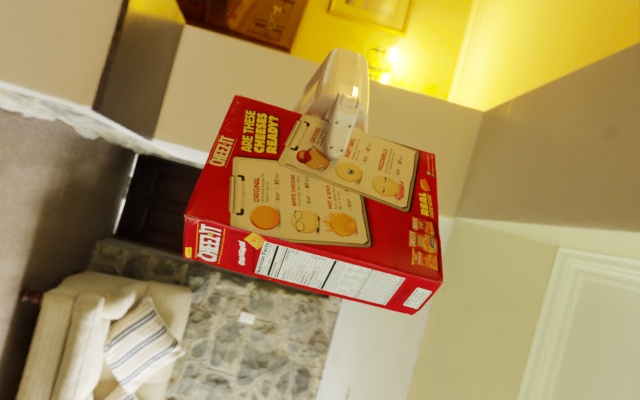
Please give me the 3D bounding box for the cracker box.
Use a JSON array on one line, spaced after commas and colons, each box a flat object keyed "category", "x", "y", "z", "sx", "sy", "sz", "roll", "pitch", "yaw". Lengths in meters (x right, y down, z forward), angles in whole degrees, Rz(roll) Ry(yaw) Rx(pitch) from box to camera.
[{"category": "cracker box", "x": 0.000, "y": 0.001, "z": 0.448, "sx": 0.214, "sy": 0.164, "sz": 0.072, "roll": 15, "pitch": -44, "yaw": -6}]
